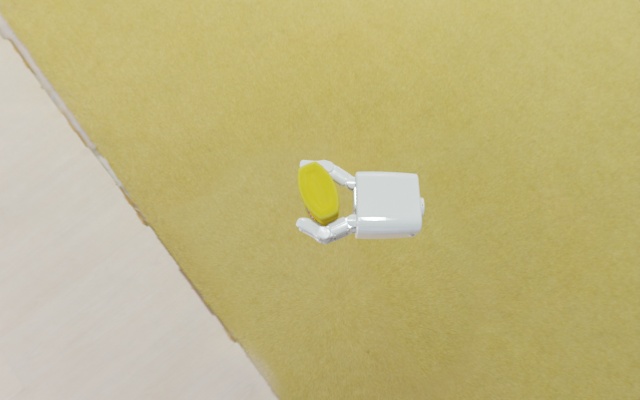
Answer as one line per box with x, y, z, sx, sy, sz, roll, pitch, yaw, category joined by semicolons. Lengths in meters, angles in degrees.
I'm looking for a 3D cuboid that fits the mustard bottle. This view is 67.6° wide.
0.000;0.003;0.835;0.058;0.096;0.192;-25;-12;-3;mustard bottle
